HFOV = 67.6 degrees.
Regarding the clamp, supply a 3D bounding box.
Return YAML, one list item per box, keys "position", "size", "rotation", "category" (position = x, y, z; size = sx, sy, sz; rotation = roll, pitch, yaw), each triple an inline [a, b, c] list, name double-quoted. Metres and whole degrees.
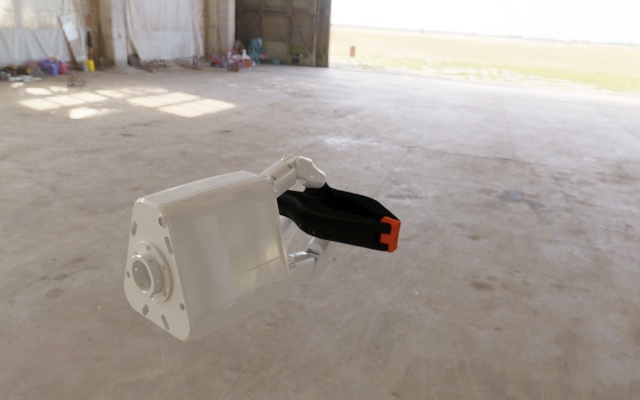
- position: [0.000, 0.001, 0.500]
  size: [0.210, 0.036, 0.164]
  rotation: [18, 22, 35]
  category: "clamp"
